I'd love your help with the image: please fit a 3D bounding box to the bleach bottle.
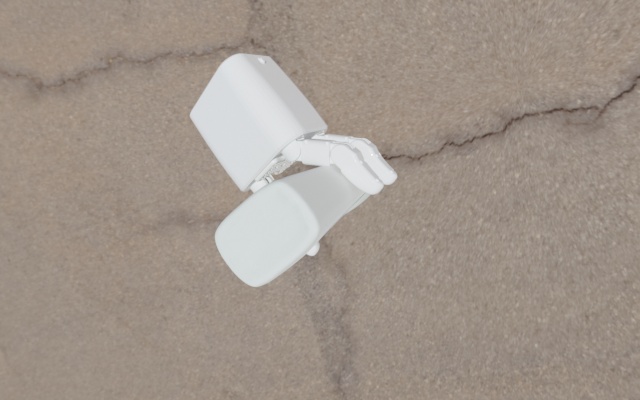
[{"bbox_3d":[0.000,0.002,0.506,0.102,0.068,0.250,-39,-4,25],"label":"bleach bottle"}]
